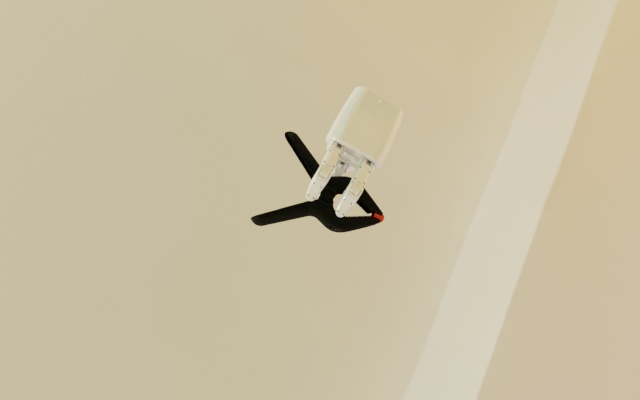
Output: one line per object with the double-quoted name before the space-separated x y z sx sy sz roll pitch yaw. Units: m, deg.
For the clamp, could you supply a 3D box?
"clamp" 0.001 0.003 0.781 0.210 0.164 0.036 28 -13 -5
